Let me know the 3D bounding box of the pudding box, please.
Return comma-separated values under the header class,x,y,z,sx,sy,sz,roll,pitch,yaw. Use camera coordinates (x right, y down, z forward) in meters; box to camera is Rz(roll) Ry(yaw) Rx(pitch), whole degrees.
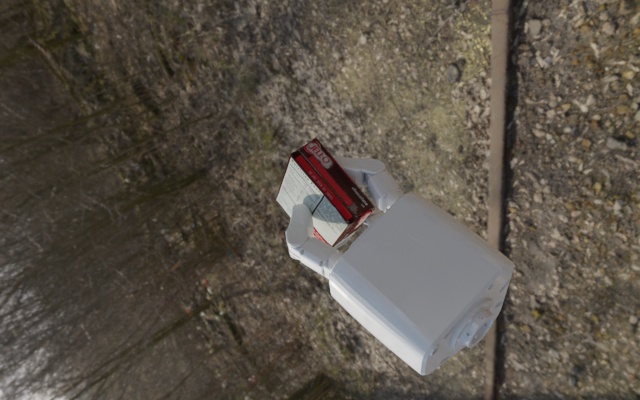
class,x,y,z,sx,sy,sz,roll,pitch,yaw
pudding box,0.000,0.002,0.490,0.039,0.090,0.113,-34,-11,-25
